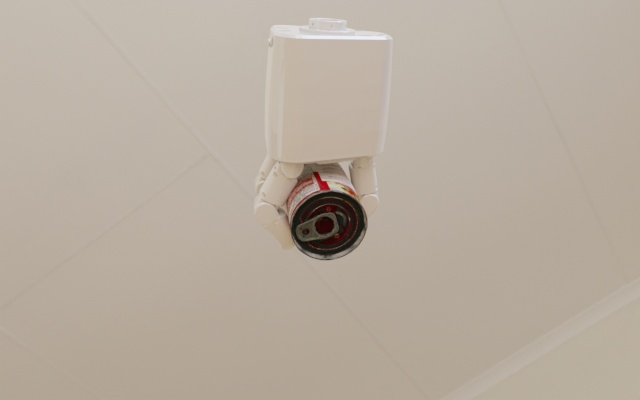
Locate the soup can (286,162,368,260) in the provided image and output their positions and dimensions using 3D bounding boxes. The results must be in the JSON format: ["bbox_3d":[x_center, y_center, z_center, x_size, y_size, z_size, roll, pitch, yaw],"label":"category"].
[{"bbox_3d":[0.000,0.002,0.455,0.068,0.068,0.102,0,25,-9],"label":"soup can"}]
